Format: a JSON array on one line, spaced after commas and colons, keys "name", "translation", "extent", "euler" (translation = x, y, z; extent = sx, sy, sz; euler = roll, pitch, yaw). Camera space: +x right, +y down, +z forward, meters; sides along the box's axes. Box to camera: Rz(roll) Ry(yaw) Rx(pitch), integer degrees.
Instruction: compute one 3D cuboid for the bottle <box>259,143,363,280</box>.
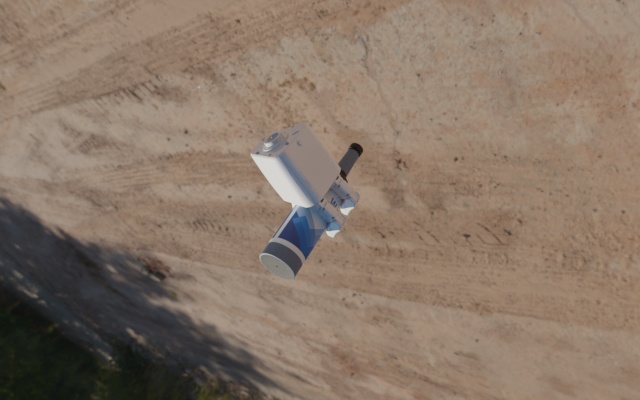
[{"name": "bottle", "translation": [0.000, 0.003, 0.840], "extent": [0.069, 0.295, 0.069], "euler": [23, -33, 17]}]
